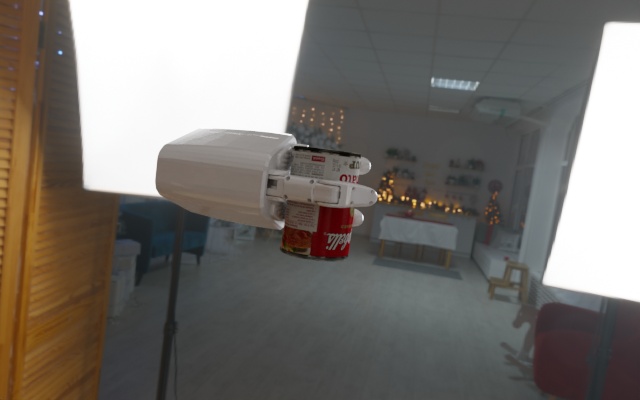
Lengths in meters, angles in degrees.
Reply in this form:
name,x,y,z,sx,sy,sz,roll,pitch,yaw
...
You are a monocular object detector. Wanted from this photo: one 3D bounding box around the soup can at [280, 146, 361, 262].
name,x,y,z,sx,sy,sz,roll,pitch,yaw
soup can,0.001,0.001,0.463,0.068,0.102,0.068,7,5,-1
